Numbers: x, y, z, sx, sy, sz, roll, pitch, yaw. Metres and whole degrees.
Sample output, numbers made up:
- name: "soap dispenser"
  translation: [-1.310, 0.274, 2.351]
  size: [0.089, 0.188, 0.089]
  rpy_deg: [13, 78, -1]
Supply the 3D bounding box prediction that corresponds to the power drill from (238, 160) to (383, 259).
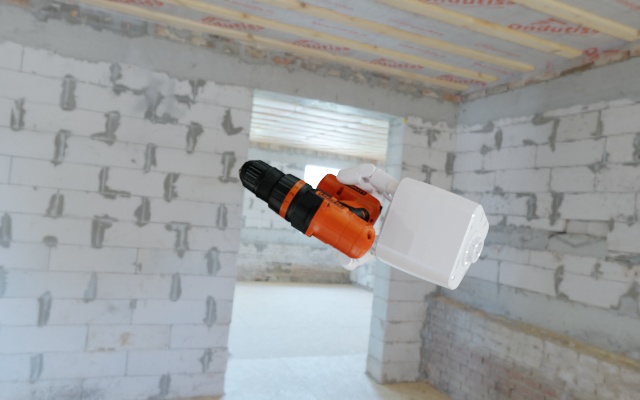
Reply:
- name: "power drill"
  translation: [0.000, 0.002, 0.632]
  size: [0.184, 0.057, 0.187]
  rpy_deg: [33, 15, 12]
